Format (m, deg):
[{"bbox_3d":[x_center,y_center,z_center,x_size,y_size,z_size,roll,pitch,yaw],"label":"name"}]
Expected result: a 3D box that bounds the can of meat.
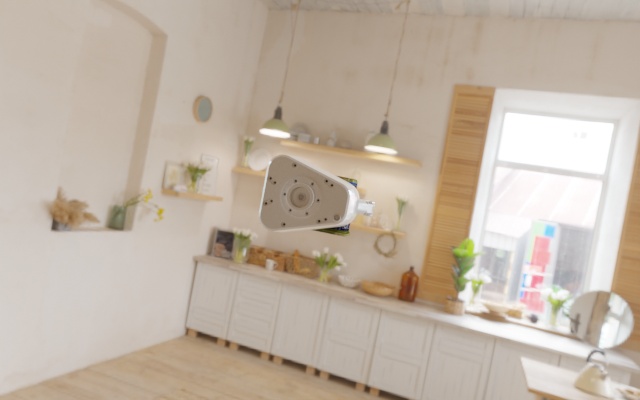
[{"bbox_3d":[0.000,0.002,0.708,0.102,0.084,0.057,10,1,12],"label":"can of meat"}]
